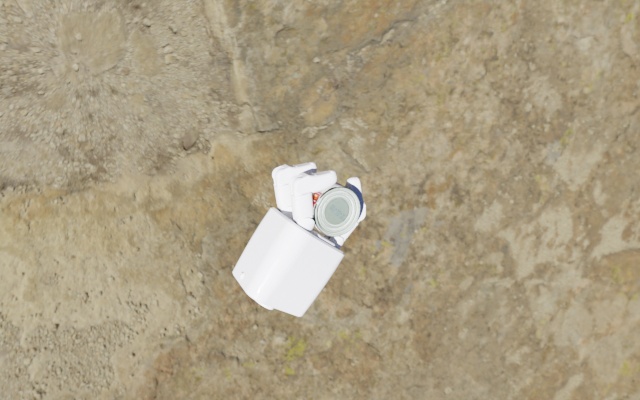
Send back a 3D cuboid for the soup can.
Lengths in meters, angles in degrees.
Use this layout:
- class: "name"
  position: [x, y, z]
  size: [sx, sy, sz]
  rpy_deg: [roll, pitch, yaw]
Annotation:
- class: "soup can"
  position: [0.001, 0.002, 0.644]
  size: [0.068, 0.068, 0.102]
  rpy_deg: [0, 15, -27]
